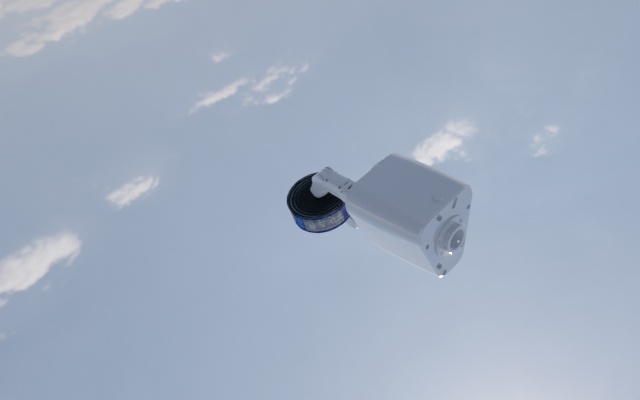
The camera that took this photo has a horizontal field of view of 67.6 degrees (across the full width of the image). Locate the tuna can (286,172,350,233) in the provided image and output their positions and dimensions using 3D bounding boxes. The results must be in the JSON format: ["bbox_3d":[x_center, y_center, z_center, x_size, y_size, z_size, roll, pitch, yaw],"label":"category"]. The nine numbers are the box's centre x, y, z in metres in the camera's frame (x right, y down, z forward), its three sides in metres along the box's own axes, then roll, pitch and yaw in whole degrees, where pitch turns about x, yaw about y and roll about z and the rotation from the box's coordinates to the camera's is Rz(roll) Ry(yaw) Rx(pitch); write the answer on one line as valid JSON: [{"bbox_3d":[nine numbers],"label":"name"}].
[{"bbox_3d":[0.000,0.002,0.639,0.086,0.086,0.034,0,-43,20],"label":"tuna can"}]
